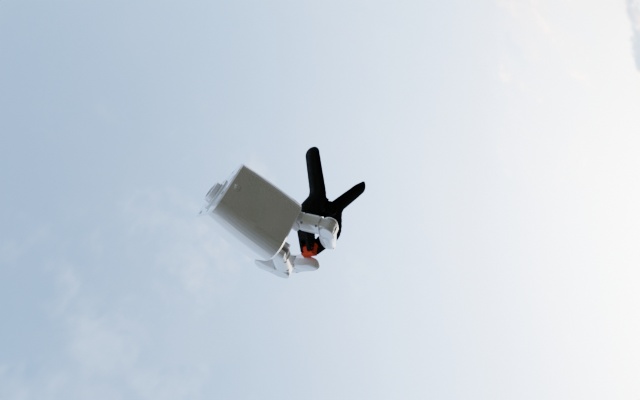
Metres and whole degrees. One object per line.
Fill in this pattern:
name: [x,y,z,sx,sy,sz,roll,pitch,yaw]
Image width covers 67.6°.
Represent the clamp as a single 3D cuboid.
clamp: [0.000,0.003,0.734,0.120,0.171,0.039,38,-35,-16]
